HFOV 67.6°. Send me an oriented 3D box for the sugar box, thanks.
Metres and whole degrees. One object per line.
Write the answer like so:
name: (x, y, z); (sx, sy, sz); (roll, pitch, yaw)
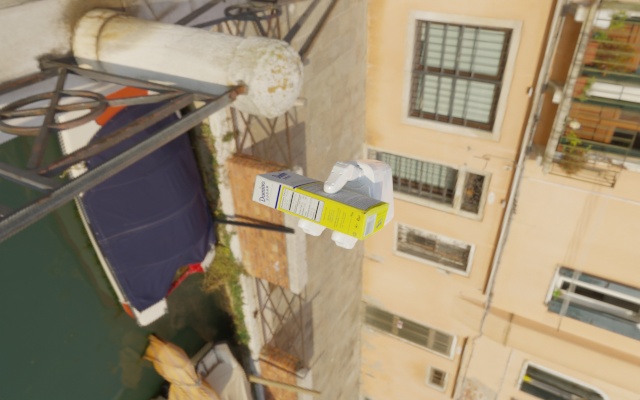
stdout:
sugar box: (0.000, 0.003, 0.687); (0.176, 0.048, 0.093); (17, 14, 24)
